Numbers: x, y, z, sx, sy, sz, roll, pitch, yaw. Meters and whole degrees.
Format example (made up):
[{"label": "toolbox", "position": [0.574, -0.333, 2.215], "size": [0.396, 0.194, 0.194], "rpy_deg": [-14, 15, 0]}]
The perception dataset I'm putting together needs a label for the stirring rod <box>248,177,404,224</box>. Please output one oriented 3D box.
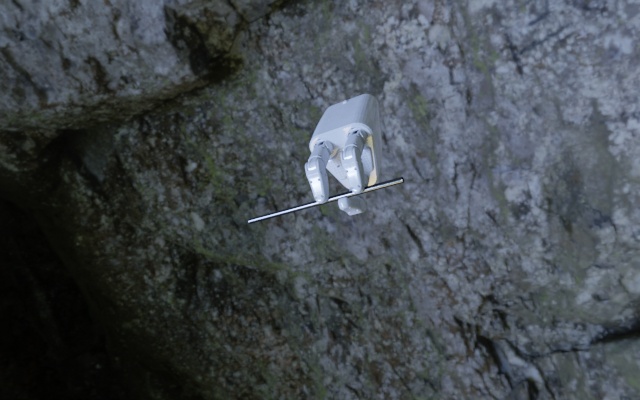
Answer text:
[{"label": "stirring rod", "position": [0.000, 0.002, 0.661], "size": [0.239, 0.011, 0.011], "rpy_deg": [-15, -7, 25]}]
